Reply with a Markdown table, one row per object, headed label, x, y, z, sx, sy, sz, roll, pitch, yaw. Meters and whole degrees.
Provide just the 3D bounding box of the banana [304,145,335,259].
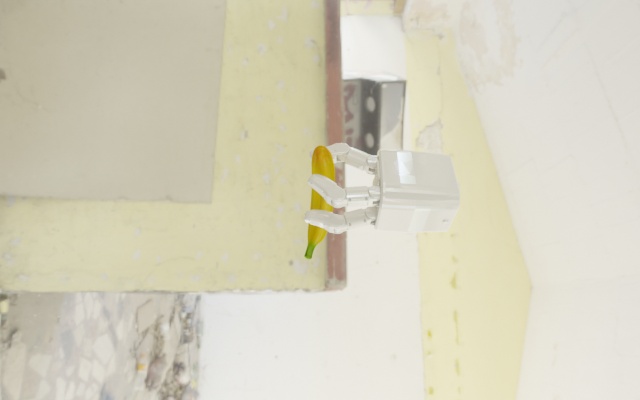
| label | x | y | z | sx | sy | sz | roll | pitch | yaw |
| --- | --- | --- | --- | --- | --- | --- | --- | --- | --- |
| banana | 0.002 | -0.005 | 0.718 | 0.037 | 0.198 | 0.069 | 7 | 34 | 3 |
